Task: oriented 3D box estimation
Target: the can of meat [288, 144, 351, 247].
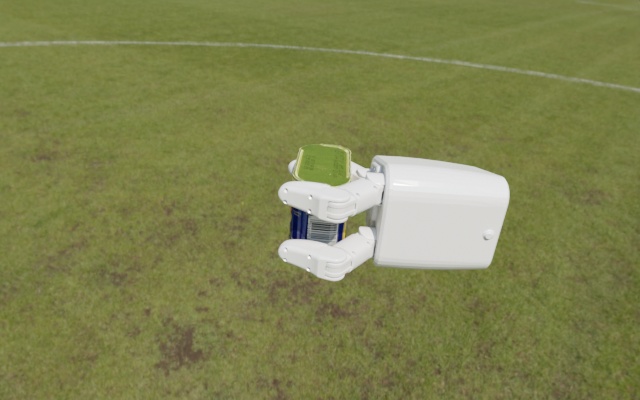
[{"bbox_3d":[0.000,0.001,0.455,0.057,0.084,0.102,5,27,0],"label":"can of meat"}]
